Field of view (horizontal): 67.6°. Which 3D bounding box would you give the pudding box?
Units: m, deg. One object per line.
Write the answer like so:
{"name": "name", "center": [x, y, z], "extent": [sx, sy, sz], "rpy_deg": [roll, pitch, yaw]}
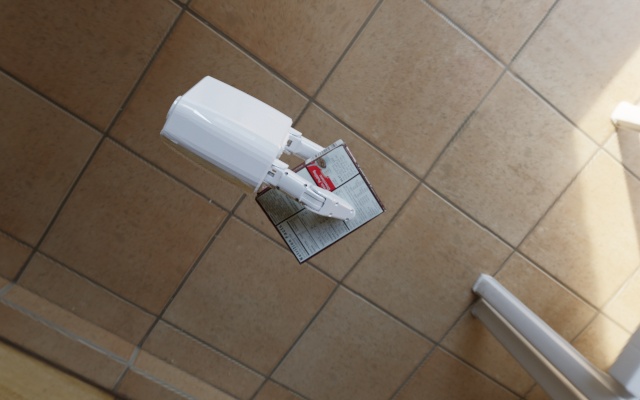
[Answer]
{"name": "pudding box", "center": [0.000, 0.002, 0.515], "extent": [0.113, 0.090, 0.039], "rpy_deg": [-32, 11, 6]}
